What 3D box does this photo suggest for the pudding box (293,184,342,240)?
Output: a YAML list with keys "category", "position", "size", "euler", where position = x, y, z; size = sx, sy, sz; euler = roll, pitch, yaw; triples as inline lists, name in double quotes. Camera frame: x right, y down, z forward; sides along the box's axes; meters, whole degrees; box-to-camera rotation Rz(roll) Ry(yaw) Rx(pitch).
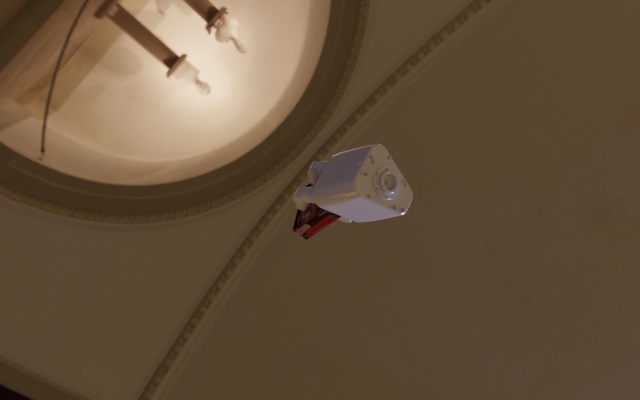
- category: "pudding box"
  position: [0.000, 0.003, 0.840]
  size: [0.039, 0.113, 0.090]
  euler: [40, -54, -22]
